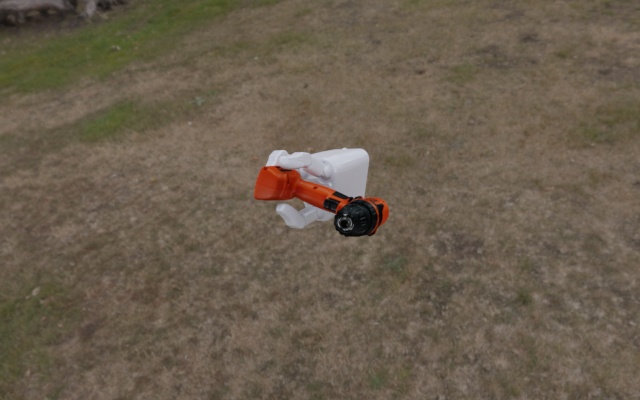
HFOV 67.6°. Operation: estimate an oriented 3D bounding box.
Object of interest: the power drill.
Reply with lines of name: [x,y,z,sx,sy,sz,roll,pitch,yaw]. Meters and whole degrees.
power drill: [0.000,0.002,0.704,0.187,0.057,0.184,21,8,17]
